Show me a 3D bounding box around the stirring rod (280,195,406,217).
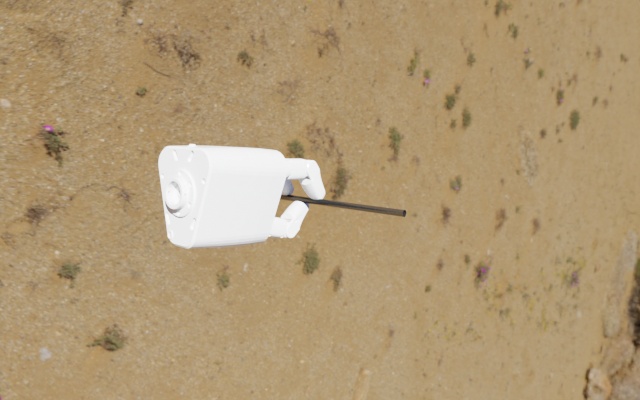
[{"bbox_3d":[0.000,0.002,0.604,0.239,0.011,0.011,8,5,39],"label":"stirring rod"}]
